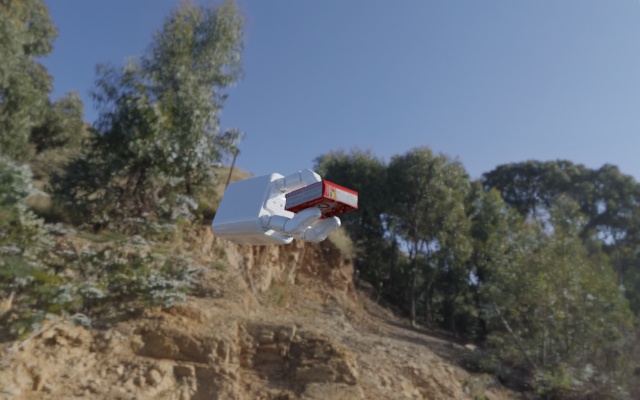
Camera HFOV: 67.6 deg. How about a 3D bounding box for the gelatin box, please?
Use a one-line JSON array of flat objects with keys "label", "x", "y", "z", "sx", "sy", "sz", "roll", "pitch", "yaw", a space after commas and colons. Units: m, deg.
[{"label": "gelatin box", "x": 0.000, "y": 0.002, "z": 0.722, "sx": 0.073, "sy": 0.030, "sz": 0.089, "roll": 19, "pitch": -27, "yaw": -40}]
